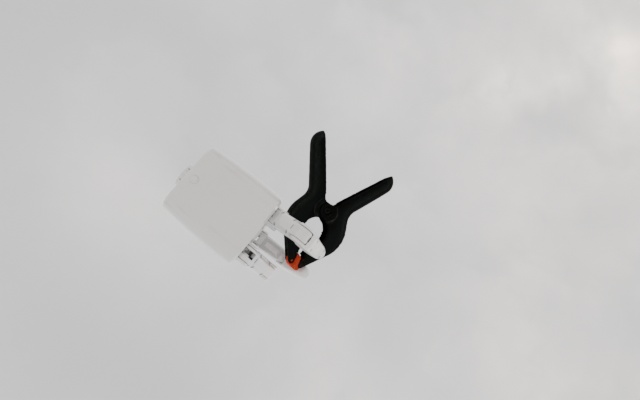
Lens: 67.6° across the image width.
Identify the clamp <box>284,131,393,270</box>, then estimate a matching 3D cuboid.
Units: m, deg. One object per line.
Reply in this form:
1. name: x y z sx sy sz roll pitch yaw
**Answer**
1. clamp: 0.000 0.002 0.594 0.120 0.171 0.039 40 -11 -5
